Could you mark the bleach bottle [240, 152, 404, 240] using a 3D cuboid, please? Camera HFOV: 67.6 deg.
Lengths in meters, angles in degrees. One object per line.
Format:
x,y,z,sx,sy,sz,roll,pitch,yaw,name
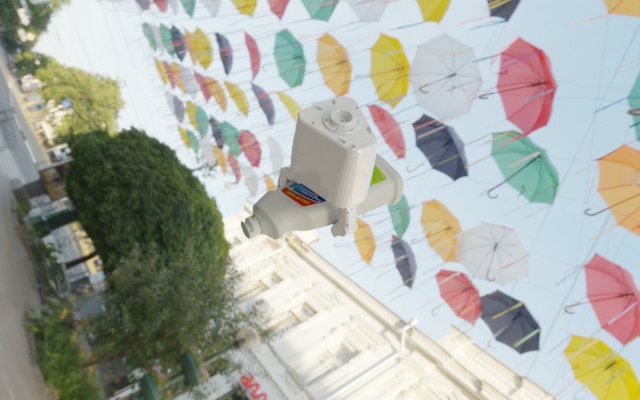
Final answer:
0.000,0.002,0.733,0.251,0.068,0.102,-24,54,-25,bleach bottle
